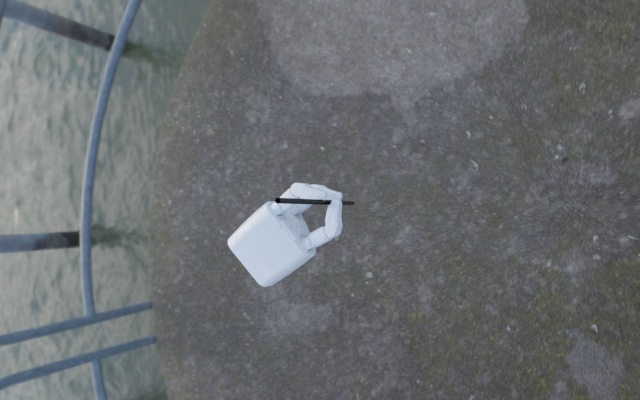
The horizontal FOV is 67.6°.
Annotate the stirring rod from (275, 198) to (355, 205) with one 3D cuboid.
[{"bbox_3d":[0.000,0.002,0.734,0.011,0.011,0.239,0,-1,28],"label":"stirring rod"}]
